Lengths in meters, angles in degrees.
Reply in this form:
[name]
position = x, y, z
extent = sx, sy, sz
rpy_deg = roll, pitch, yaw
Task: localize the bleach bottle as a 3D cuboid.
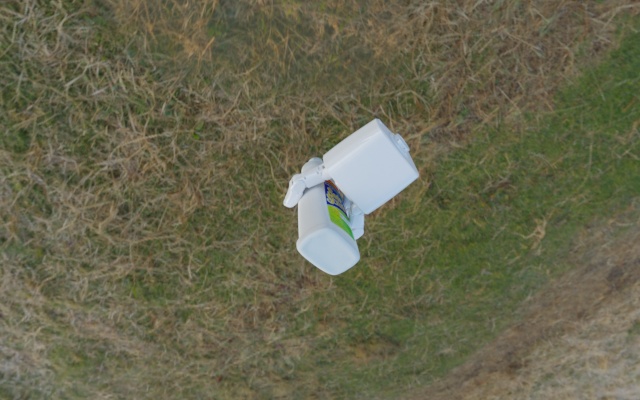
[bleach bottle]
position = 0.000, 0.003, 0.801
extent = 0.068, 0.250, 0.103
rpy_deg = -35, -55, 18
